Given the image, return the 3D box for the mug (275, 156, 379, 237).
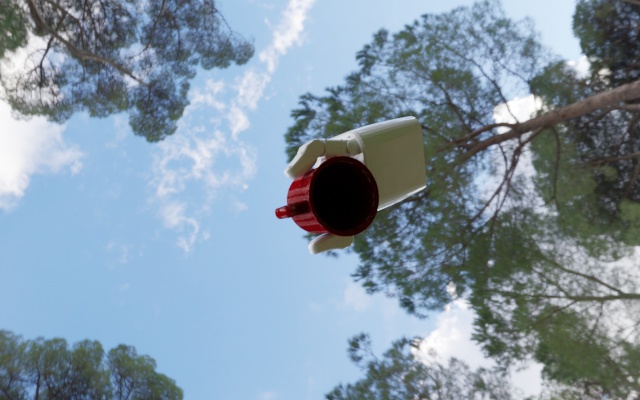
[{"bbox_3d":[-0.001,0.002,0.572,0.117,0.093,0.081,-19,4,-27],"label":"mug"}]
